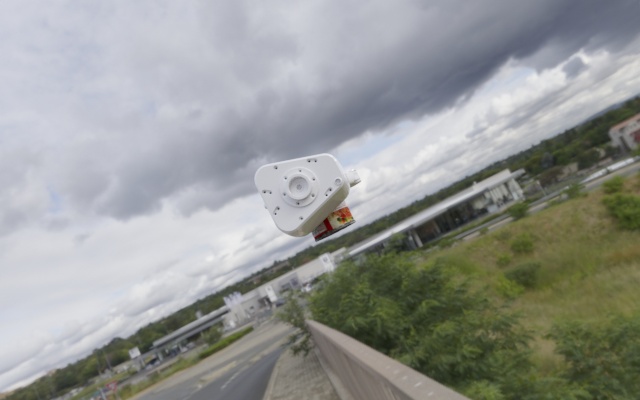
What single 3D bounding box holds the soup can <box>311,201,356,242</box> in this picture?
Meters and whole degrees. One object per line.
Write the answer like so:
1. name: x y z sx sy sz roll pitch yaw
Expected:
1. soup can: 0.000 0.002 0.720 0.068 0.102 0.068 -27 -7 -3
